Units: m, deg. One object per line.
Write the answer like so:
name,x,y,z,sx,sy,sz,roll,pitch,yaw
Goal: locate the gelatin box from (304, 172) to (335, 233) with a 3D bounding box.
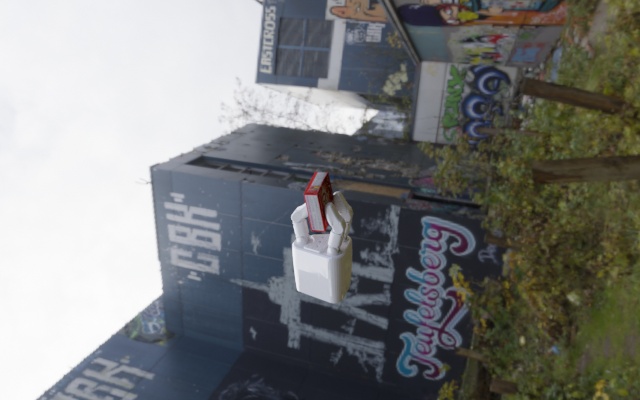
gelatin box,0.000,0.003,0.884,0.030,0.089,0.073,2,36,19
